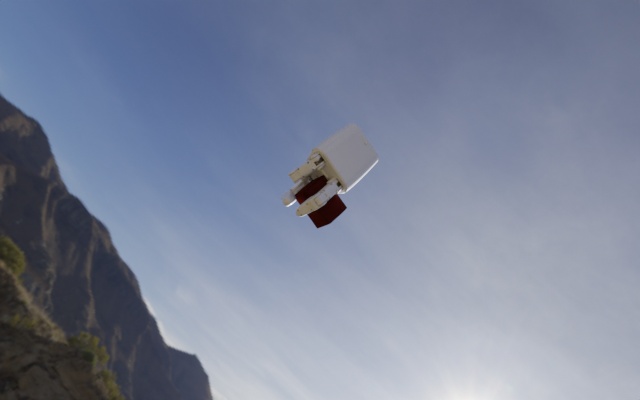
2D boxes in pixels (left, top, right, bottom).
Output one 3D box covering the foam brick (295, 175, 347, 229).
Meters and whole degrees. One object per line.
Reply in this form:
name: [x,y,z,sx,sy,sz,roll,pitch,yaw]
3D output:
foam brick: [0.000,0.003,0.881,0.051,0.078,0.053,-41,10,-30]
